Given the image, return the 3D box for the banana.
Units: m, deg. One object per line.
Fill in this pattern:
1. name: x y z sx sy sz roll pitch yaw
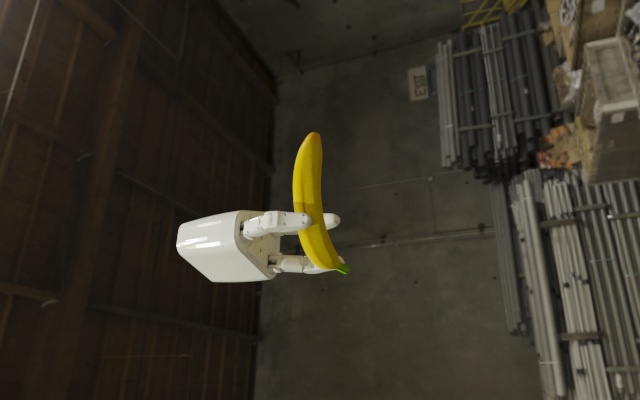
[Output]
1. banana: -0.008 0.007 0.630 0.037 0.198 0.069 -11 0 29
